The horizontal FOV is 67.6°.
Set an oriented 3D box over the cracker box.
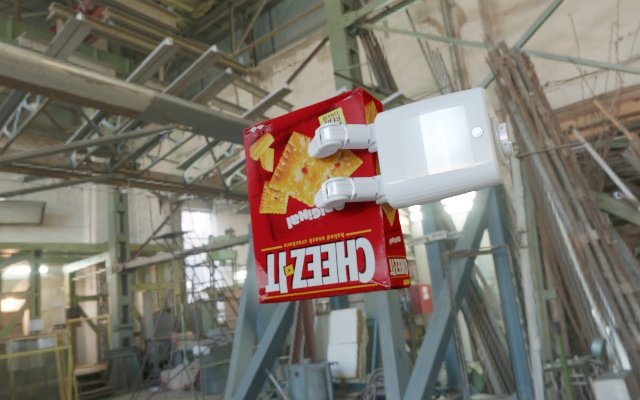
[{"bbox_3d":[0.000,0.002,0.543,0.164,0.213,0.072,-13,-13,28],"label":"cracker box"}]
